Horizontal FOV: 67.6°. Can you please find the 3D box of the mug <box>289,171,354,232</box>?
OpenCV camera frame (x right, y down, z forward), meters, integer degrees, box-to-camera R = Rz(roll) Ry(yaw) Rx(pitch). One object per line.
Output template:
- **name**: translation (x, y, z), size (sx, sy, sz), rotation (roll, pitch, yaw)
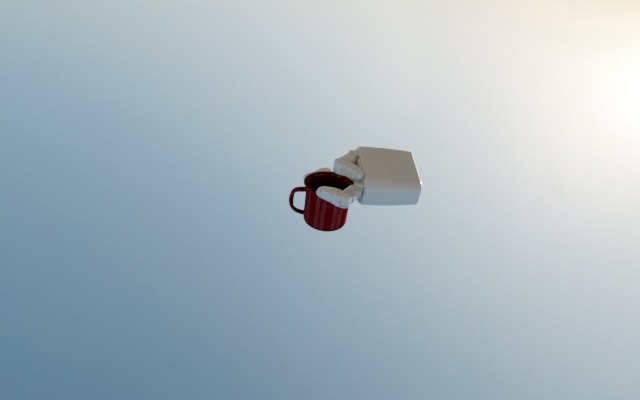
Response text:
- **mug**: translation (-0.001, 0.003, 0.877), size (0.117, 0.081, 0.093), rotation (2, 31, -9)
